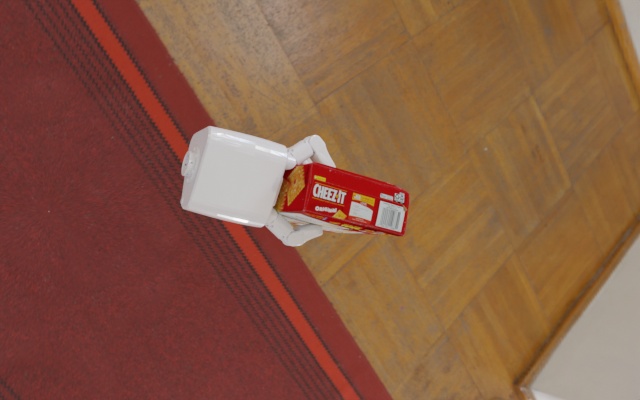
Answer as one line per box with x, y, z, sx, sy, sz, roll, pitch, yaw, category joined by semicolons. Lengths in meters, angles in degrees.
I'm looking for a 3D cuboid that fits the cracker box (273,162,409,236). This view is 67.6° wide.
0.000;0.002;0.707;0.164;0.072;0.213;15;-8;-29;cracker box
